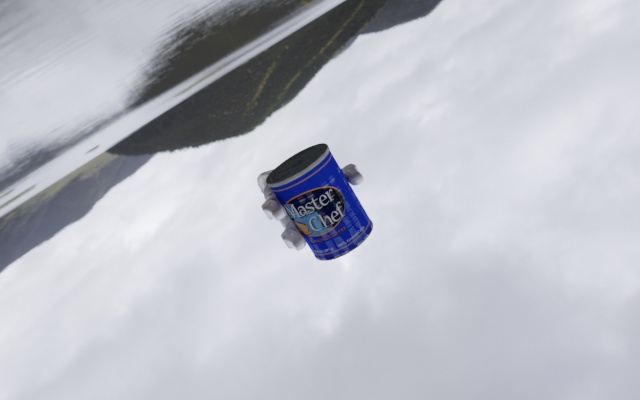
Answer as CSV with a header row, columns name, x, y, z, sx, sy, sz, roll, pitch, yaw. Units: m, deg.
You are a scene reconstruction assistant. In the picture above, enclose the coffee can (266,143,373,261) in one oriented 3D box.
name,x,y,z,sx,sy,sz,roll,pitch,yaw
coffee can,0.000,0.002,0.700,0.103,0.140,0.102,-28,19,11
